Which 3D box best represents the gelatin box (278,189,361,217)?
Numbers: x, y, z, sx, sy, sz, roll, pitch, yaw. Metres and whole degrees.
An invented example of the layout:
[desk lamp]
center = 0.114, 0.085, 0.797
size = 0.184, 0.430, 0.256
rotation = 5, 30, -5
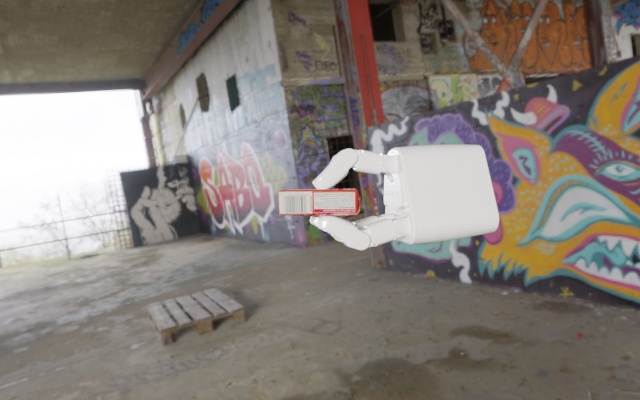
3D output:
[gelatin box]
center = 0.000, 0.001, 0.547
size = 0.089, 0.030, 0.073
rotation = 0, 2, 3
